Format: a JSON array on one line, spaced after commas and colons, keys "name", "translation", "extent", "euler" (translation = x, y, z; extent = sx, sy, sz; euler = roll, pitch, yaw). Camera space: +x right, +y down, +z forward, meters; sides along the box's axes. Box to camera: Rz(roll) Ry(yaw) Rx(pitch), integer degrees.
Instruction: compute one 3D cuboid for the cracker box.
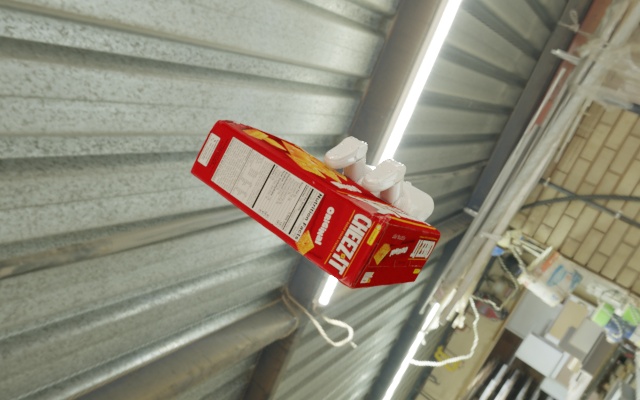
[{"name": "cracker box", "translation": [0.000, 0.002, 0.495], "extent": [0.213, 0.072, 0.164], "euler": [32, 10, 28]}]
